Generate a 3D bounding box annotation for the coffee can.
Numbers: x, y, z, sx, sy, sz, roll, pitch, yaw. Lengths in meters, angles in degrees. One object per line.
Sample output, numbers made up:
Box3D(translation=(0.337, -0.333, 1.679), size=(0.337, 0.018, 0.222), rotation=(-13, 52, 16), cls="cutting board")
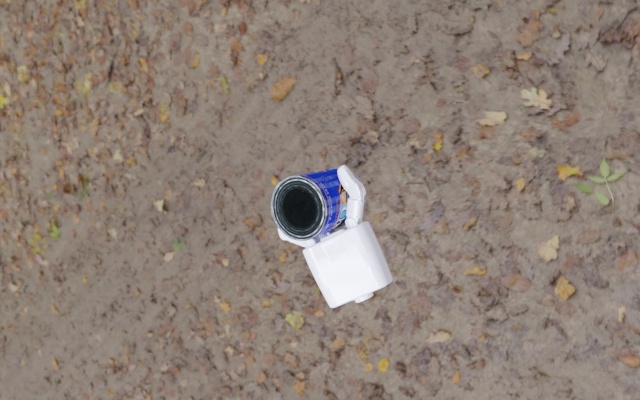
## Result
Box3D(translation=(0.000, 0.002, 0.791), size=(0.103, 0.103, 0.140), rotation=(0, 8, 31), cls="coffee can")
